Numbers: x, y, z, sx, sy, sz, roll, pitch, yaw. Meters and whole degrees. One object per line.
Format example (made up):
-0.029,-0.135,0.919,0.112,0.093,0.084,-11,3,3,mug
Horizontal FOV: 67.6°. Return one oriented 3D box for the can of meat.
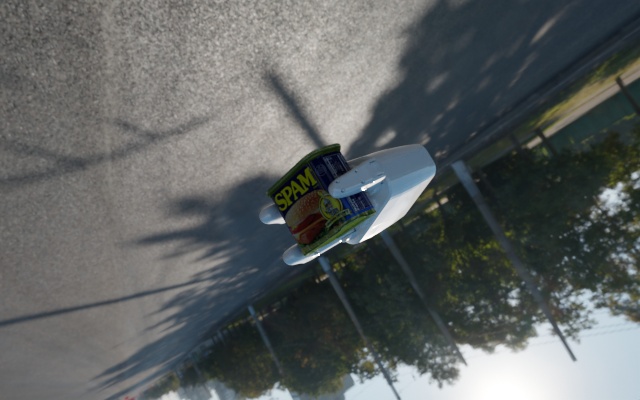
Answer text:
0.000,0.002,0.517,0.057,0.084,0.102,-21,-13,-47,can of meat
